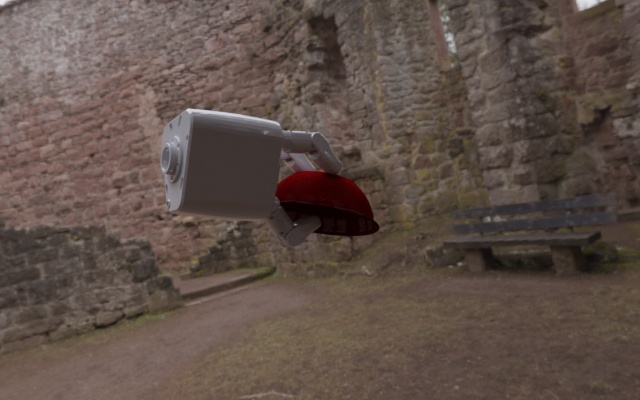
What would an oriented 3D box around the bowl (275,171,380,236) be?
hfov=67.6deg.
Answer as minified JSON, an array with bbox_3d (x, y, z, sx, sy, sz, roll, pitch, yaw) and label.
[{"bbox_3d":[0.001,0.002,0.629,0.162,0.055,0.162,9,-16,2],"label":"bowl"}]
